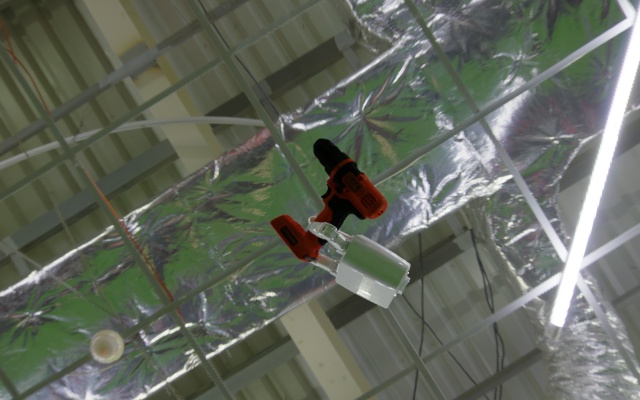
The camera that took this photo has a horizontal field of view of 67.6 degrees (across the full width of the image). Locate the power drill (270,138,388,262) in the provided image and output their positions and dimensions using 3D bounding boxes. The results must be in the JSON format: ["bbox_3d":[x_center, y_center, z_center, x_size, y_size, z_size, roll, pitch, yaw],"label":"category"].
[{"bbox_3d":[0.000,0.003,0.855,0.188,0.184,0.057,-45,-25,10],"label":"power drill"}]
